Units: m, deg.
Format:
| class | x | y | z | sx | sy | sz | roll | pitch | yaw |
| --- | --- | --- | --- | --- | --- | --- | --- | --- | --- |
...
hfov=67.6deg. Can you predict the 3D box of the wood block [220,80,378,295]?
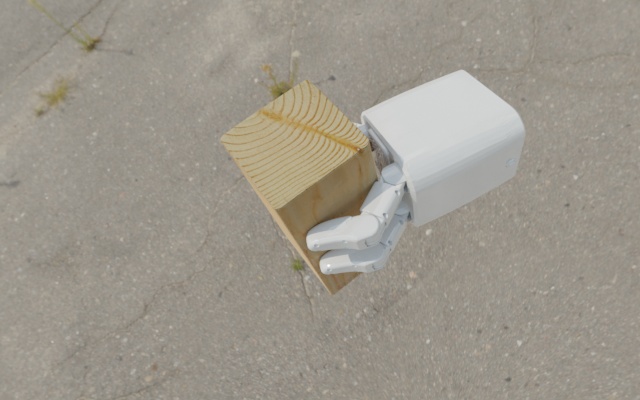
| class | x | y | z | sx | sy | sz | roll | pitch | yaw |
| --- | --- | --- | --- | --- | --- | --- | --- | --- | --- |
| wood block | 0.000 | 0.001 | 0.454 | 0.090 | 0.090 | 0.206 | -36 | -31 | -7 |
